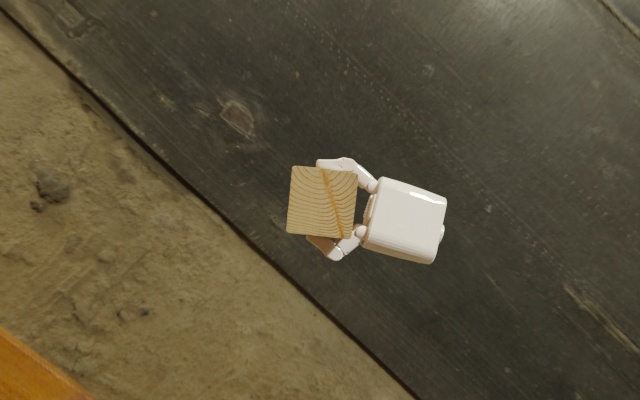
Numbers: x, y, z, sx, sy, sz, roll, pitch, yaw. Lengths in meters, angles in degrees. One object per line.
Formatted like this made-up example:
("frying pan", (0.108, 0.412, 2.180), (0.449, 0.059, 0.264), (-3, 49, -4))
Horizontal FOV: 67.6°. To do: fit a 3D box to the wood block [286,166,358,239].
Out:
("wood block", (0.001, 0.002, 0.729), (0.090, 0.091, 0.206), (7, 0, -1))
